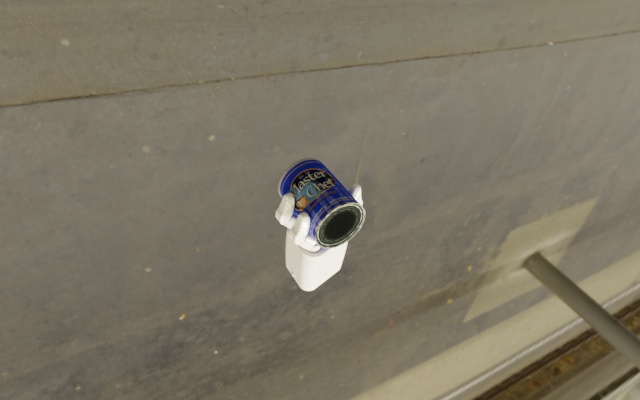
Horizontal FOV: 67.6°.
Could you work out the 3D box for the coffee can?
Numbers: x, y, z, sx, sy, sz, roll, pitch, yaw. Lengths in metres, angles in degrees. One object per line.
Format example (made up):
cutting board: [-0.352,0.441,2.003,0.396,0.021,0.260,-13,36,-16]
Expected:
coffee can: [0.000,0.003,0.863,0.103,0.103,0.140,0,37,-39]
